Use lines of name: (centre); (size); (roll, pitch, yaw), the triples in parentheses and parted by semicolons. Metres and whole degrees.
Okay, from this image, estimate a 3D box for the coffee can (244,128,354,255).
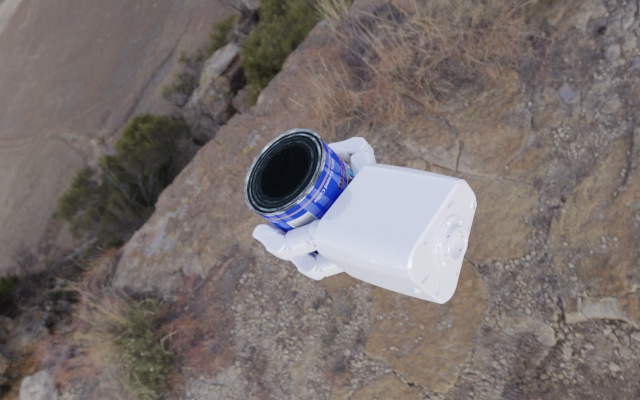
coffee can: (0.000, 0.002, 0.529); (0.103, 0.102, 0.140); (0, -28, 39)
